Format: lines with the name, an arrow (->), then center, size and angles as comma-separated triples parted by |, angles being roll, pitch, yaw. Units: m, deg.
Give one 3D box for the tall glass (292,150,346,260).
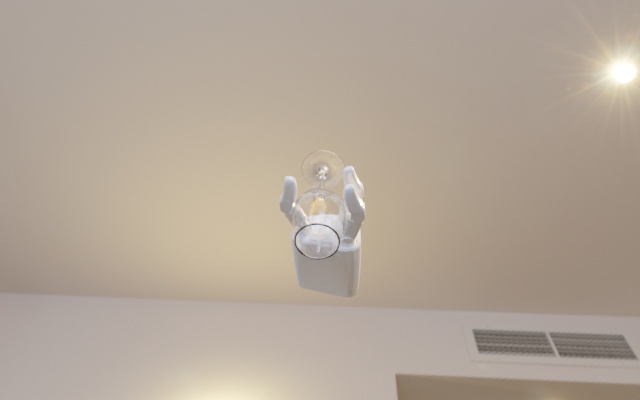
tall glass -> 0.000, 0.002, 0.725 | 0.079, 0.079, 0.201 | 0, 33, 3
